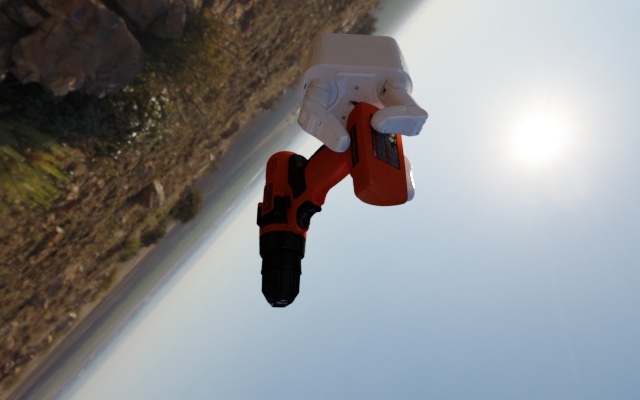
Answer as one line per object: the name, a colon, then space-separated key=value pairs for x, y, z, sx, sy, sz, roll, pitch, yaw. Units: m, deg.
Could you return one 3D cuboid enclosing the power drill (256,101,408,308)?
power drill: x=0.000 y=0.001 z=0.483 sx=0.057 sy=0.184 sz=0.188 roll=21 pitch=-35 yaw=-35
